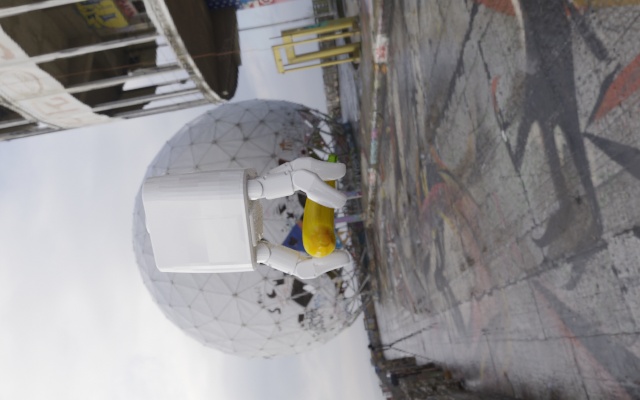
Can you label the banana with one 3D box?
[{"bbox_3d":[-0.001,0.016,0.541,0.037,0.070,0.197,4,30,0],"label":"banana"}]
